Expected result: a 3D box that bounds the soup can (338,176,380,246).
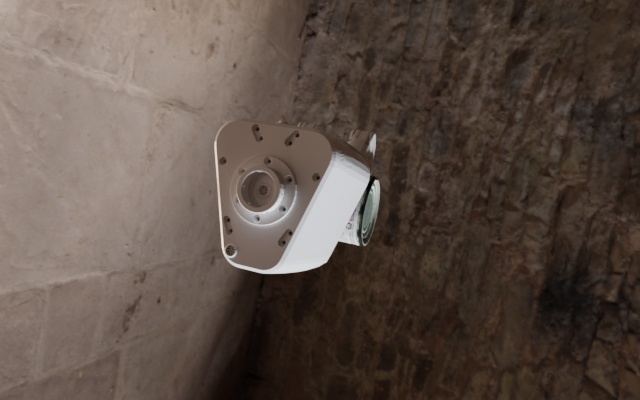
[{"bbox_3d":[0.000,0.002,0.462,0.102,0.068,0.068,11,3,17],"label":"soup can"}]
